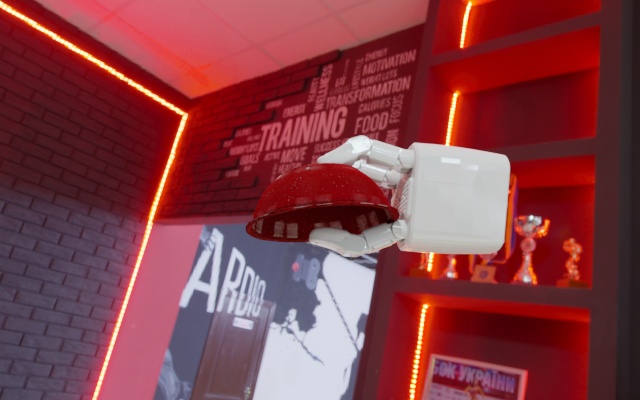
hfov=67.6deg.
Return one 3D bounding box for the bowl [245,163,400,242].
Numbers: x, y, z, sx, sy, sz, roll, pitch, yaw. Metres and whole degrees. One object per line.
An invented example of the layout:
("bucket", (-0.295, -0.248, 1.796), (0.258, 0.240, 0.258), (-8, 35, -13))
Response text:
("bowl", (-0.001, 0.001, 0.507), (0.162, 0.055, 0.162), (-6, -16, -2))
